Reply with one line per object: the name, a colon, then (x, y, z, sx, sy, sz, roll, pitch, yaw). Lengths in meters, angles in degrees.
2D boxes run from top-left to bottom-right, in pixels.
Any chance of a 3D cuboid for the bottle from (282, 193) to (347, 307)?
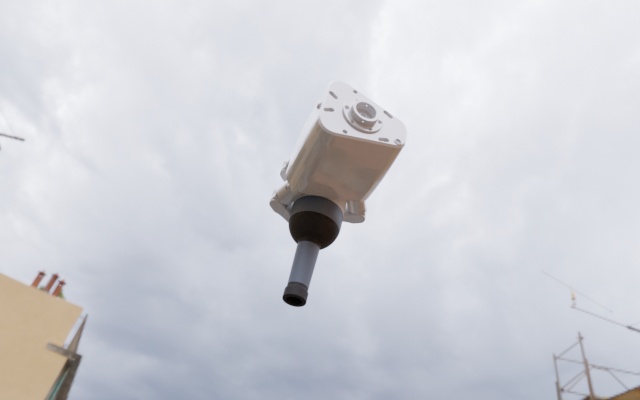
bottle: (0.000, 0.002, 0.621, 0.069, 0.295, 0.069, 9, -40, 7)
